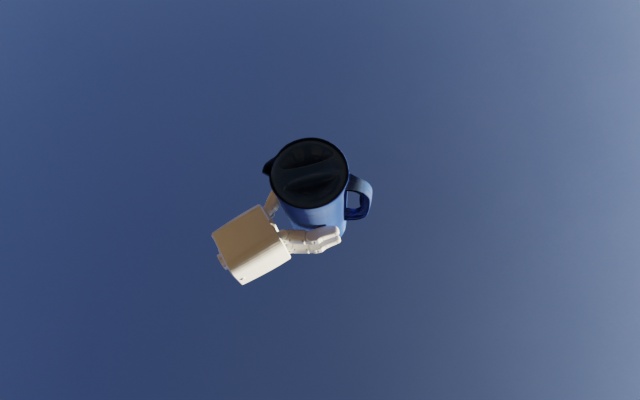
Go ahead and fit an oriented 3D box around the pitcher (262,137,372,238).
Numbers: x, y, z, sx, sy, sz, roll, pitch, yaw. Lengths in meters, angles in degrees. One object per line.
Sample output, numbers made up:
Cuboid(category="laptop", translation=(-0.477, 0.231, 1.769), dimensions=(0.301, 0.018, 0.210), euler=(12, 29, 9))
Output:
Cuboid(category="pitcher", translation=(0.000, 0.003, 0.884), dimensions=(0.145, 0.149, 0.243), euler=(-32, -23, -9))
